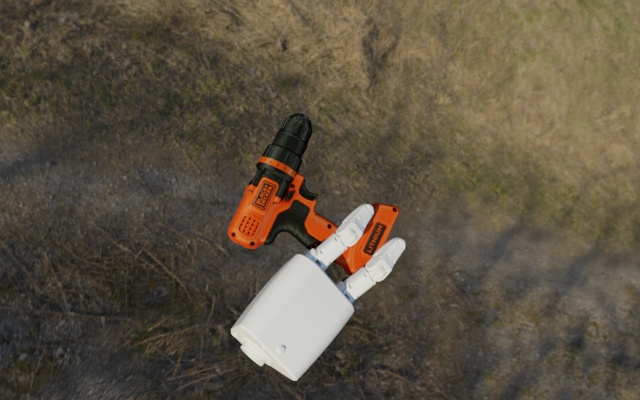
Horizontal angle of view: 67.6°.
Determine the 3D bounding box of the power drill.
[{"bbox_3d":[0.000,0.002,0.608,0.187,0.184,0.057,26,-7,-2],"label":"power drill"}]
